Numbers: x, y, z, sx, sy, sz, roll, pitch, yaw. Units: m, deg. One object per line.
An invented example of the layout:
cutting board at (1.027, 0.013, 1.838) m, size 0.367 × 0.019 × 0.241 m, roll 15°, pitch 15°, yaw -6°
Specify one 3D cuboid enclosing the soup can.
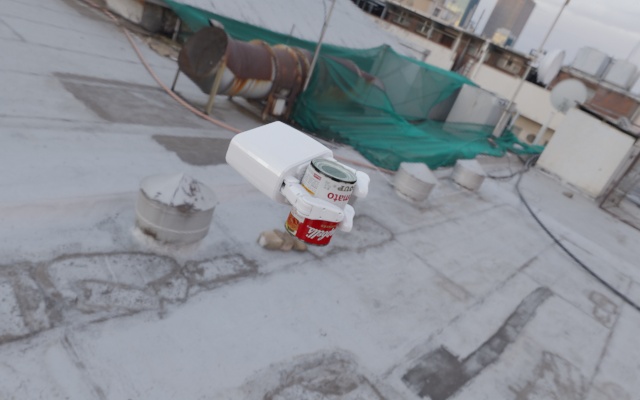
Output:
soup can at (0.001, 0.002, 0.645) m, size 0.068 × 0.102 × 0.068 m, roll 20°, pitch 22°, yaw -8°
